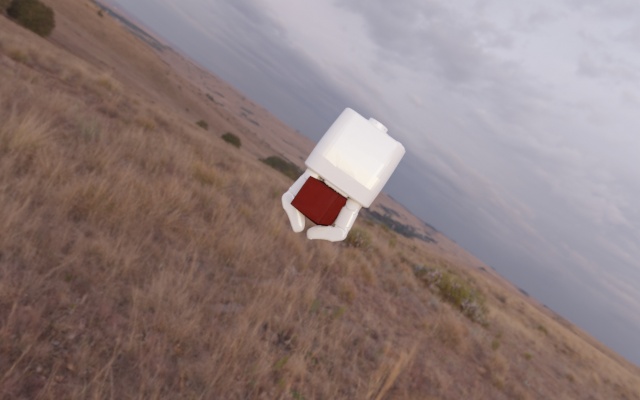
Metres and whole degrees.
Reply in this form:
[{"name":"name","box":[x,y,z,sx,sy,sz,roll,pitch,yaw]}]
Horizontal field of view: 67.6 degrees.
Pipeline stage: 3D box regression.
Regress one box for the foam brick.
[{"name":"foam brick","box":[0.000,0.002,0.694,0.053,0.051,0.078,37,5,14]}]
